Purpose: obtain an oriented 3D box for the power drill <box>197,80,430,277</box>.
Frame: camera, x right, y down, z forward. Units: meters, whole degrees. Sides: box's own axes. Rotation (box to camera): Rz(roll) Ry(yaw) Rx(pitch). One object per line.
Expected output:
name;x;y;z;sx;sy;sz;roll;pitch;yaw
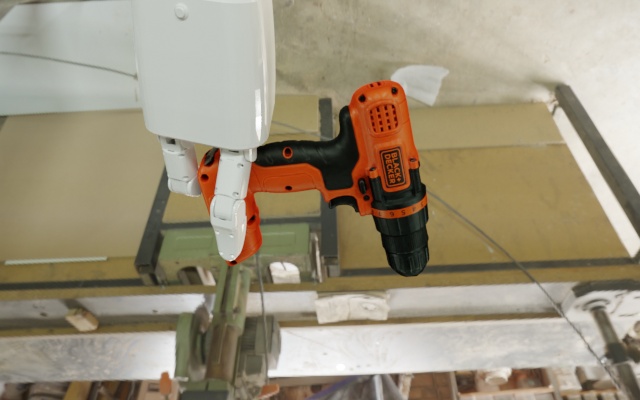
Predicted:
power drill;0.000;0.001;0.427;0.187;0.184;0.057;-13;21;3
